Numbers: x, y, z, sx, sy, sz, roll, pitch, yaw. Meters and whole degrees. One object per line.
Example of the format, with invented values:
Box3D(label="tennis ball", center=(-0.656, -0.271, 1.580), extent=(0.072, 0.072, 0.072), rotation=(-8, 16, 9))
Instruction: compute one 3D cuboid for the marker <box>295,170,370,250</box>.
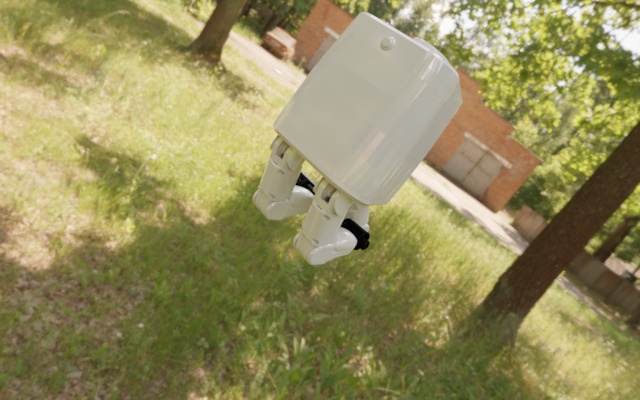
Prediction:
Box3D(label="marker", center=(0.000, 0.001, 0.423), extent=(0.020, 0.020, 0.121), rotation=(0, 37, -51))
